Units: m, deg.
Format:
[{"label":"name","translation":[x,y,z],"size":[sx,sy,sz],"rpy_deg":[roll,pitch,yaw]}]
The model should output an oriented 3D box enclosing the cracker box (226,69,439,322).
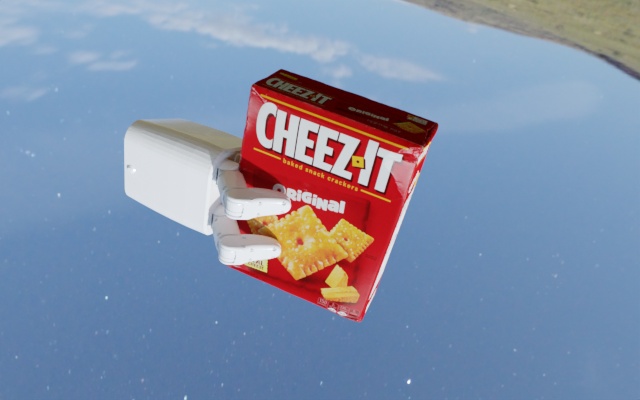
[{"label":"cracker box","translation":[0.000,0.002,0.478],"size":[0.164,0.214,0.072],"rpy_deg":[22,33,12]}]
